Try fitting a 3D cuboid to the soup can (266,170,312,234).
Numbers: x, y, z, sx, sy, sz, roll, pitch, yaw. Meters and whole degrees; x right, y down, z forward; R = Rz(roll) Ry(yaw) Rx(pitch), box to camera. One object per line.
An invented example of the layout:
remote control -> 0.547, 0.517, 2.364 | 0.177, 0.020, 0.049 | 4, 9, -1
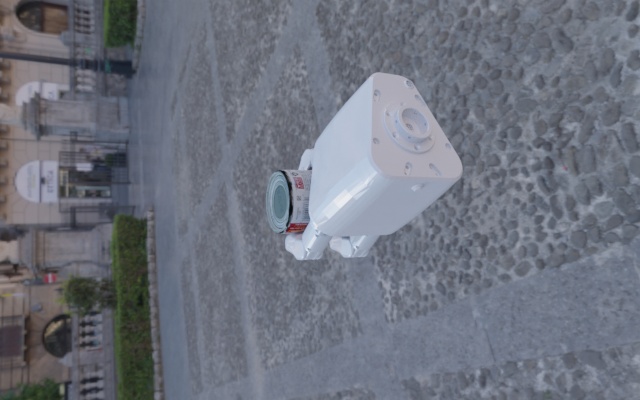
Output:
soup can -> 0.000, 0.002, 0.517 | 0.102, 0.068, 0.068 | 0, 0, -27
